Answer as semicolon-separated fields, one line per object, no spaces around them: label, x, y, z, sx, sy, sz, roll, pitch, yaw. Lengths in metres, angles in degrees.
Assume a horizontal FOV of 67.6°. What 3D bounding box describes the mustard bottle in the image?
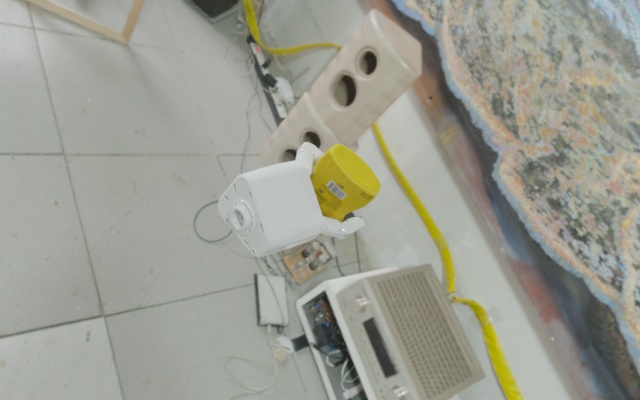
mustard bottle;0.000;0.002;0.745;0.192;0.096;0.058;-43;7;41
